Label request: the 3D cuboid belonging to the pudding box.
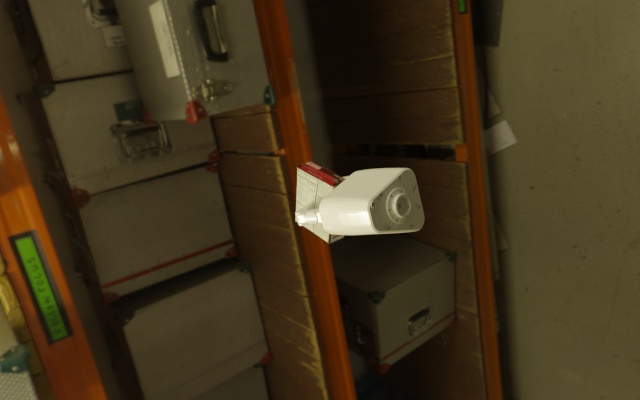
[{"bbox_3d":[0.000,0.003,0.790,0.039,0.114,0.090,-22,39,-38],"label":"pudding box"}]
